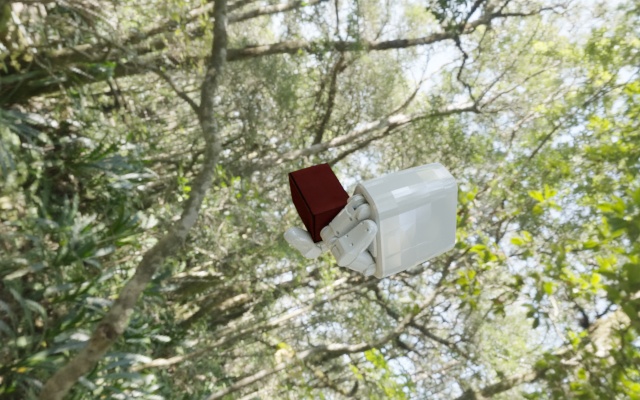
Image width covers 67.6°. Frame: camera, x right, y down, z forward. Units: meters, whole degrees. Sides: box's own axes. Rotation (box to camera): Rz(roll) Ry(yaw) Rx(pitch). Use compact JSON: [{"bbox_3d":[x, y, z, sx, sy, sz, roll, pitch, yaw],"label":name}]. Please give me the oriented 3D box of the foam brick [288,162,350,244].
[{"bbox_3d":[0.000,0.002,0.575,0.051,0.078,0.053,-19,-40,-13],"label":"foam brick"}]
